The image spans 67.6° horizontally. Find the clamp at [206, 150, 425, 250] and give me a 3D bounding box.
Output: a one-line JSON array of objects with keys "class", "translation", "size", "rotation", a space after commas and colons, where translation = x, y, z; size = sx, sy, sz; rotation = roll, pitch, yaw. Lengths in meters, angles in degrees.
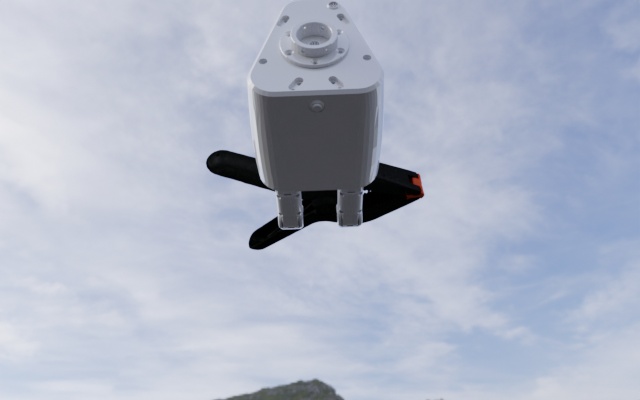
[{"class": "clamp", "translation": [0.001, 0.001, 0.505], "size": [0.210, 0.036, 0.165], "rotation": [-3, -34, -1]}]
